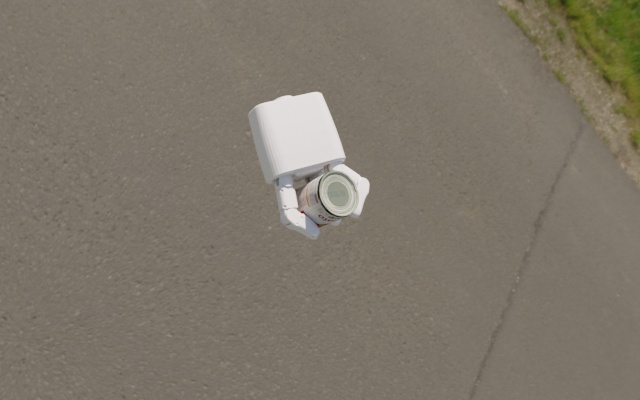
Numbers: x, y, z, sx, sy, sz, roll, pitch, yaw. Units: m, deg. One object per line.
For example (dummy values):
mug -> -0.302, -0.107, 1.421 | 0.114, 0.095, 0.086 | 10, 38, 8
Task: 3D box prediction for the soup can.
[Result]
soup can -> 0.000, 0.003, 0.686 | 0.068, 0.068, 0.102 | 0, -14, -32
